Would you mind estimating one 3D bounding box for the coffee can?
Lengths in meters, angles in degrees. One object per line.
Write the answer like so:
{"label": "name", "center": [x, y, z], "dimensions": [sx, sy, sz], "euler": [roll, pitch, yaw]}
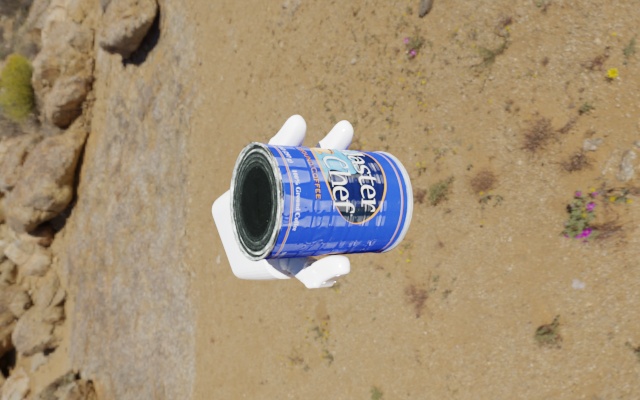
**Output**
{"label": "coffee can", "center": [0.000, 0.001, 0.446], "dimensions": [0.140, 0.103, 0.103], "euler": [0, 0, -33]}
